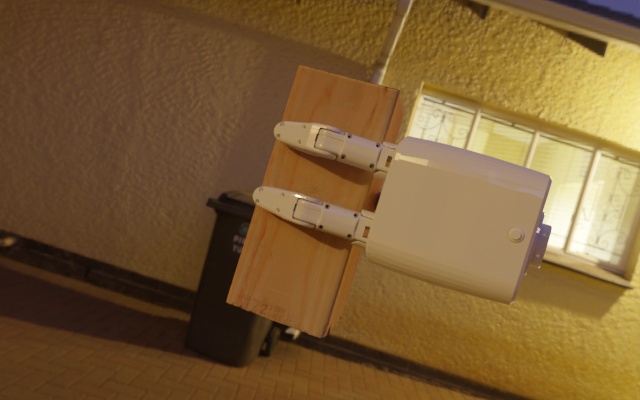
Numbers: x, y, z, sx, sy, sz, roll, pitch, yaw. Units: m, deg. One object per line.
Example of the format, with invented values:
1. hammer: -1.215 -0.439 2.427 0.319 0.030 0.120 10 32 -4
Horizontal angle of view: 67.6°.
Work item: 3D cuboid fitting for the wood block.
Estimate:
1. wood block: 0.001 0.001 0.428 0.090 0.206 0.091 17 0 12
